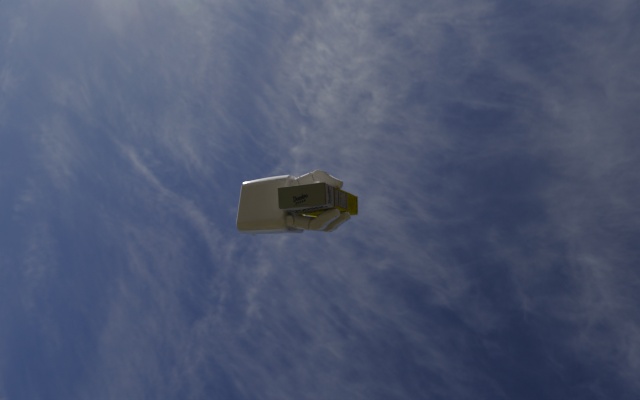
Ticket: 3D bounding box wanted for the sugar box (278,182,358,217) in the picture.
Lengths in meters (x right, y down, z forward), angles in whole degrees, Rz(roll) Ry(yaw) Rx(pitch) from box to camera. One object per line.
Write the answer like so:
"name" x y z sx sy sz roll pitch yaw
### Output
"sugar box" 0.000 0.004 0.896 0.093 0.048 0.176 -6 -7 23
